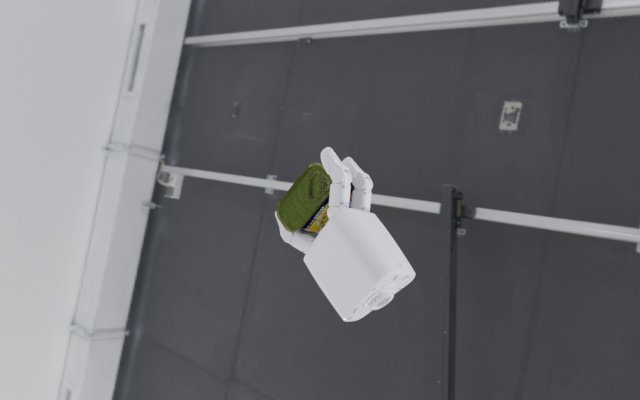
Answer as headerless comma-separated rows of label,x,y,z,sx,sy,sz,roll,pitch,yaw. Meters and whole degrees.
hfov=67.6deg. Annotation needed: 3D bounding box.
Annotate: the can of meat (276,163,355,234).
can of meat,0.000,0.002,0.692,0.084,0.102,0.057,14,32,-53
